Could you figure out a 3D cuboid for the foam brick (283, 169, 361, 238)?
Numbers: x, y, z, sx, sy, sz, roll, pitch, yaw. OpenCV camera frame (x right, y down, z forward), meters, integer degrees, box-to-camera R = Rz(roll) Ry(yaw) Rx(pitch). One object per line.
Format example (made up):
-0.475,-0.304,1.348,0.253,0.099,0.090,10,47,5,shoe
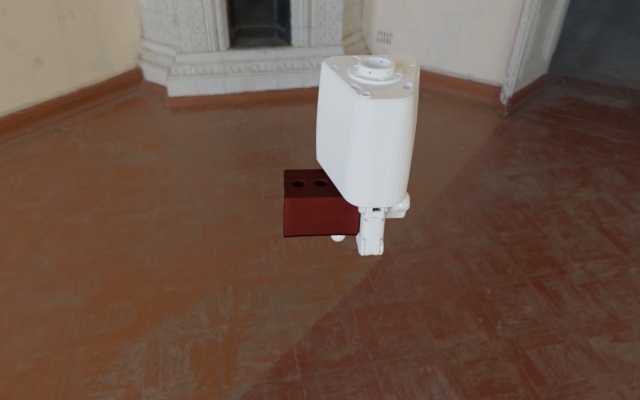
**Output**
0.000,0.002,0.489,0.078,0.051,0.053,-2,37,-3,foam brick
